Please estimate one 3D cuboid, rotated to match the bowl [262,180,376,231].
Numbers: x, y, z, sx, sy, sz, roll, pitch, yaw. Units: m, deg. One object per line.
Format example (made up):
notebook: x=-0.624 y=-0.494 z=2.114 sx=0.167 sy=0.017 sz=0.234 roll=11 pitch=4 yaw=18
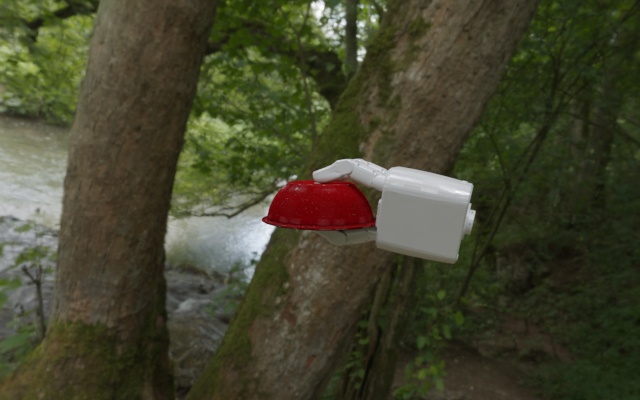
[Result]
bowl: x=-0.001 y=0.002 z=0.658 sx=0.162 sy=0.055 sz=0.162 roll=0 pitch=6 yaw=0
